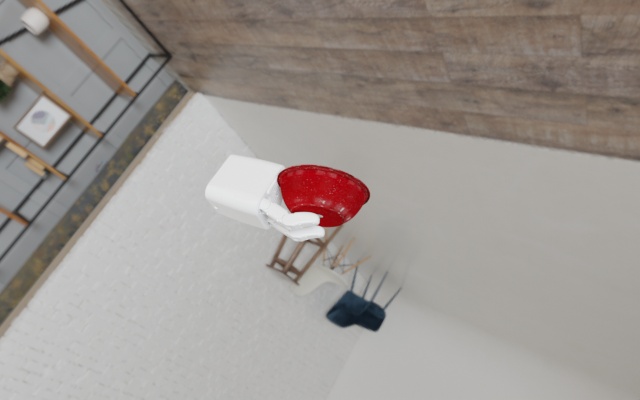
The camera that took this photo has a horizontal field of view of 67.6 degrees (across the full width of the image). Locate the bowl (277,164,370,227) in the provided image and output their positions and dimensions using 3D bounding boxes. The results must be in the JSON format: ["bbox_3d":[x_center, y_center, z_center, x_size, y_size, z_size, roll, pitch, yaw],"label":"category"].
[{"bbox_3d":[0.001,0.003,0.799,0.162,0.055,0.162,9,-24,4],"label":"bowl"}]
